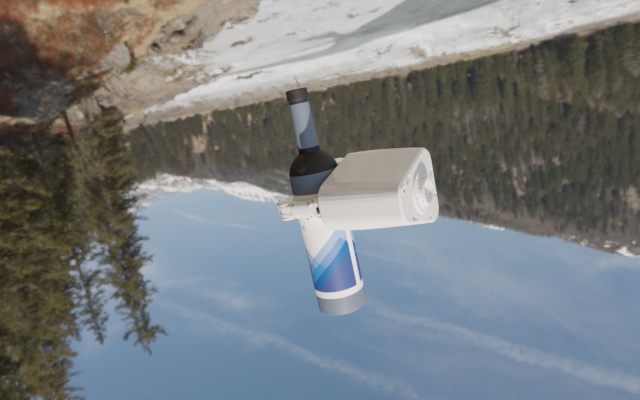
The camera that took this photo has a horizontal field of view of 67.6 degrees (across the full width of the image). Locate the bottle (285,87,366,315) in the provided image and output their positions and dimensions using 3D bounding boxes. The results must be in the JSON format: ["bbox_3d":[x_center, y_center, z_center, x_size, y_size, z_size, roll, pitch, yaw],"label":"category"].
[{"bbox_3d":[0.000,0.002,0.626,0.069,0.296,0.069,-12,12,3],"label":"bottle"}]
